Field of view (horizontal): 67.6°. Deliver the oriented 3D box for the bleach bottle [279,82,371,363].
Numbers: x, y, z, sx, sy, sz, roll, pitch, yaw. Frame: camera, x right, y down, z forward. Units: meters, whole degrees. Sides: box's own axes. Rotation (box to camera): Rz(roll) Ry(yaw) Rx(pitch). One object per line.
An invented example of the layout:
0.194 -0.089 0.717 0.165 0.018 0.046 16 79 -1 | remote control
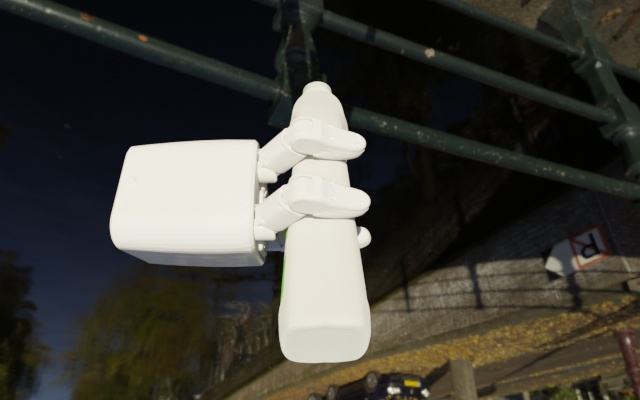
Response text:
0.000 0.001 0.416 0.068 0.250 0.103 -1 -33 -1 | bleach bottle
